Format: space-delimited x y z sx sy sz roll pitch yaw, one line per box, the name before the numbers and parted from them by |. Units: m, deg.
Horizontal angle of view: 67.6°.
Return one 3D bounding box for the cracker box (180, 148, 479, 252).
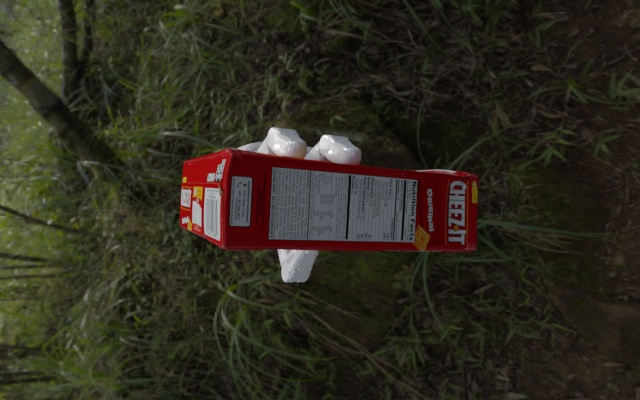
cracker box | 0.000 0.002 0.417 0.214 0.072 0.164 3 0 -25
